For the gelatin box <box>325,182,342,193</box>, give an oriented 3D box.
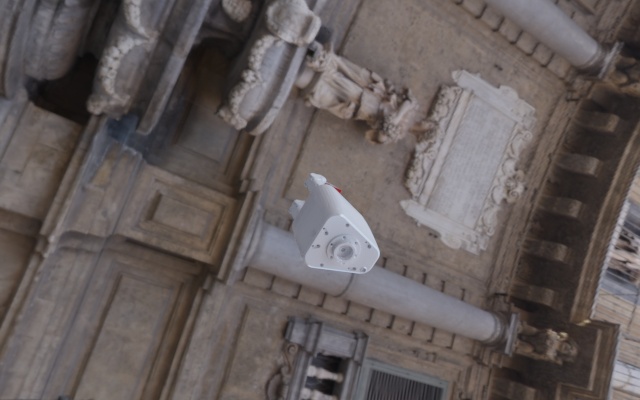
[{"bbox_3d":[0.000,0.003,0.855,0.030,0.073,0.089,26,3,-15],"label":"gelatin box"}]
